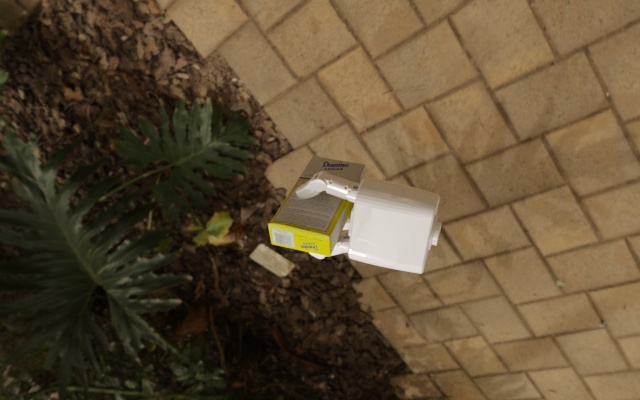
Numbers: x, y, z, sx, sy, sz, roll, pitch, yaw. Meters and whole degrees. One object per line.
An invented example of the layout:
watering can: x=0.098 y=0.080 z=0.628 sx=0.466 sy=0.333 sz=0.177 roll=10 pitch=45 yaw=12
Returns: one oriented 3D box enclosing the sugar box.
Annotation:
sugar box: x=0.000 y=0.003 z=0.719 sx=0.093 sy=0.048 sz=0.176 roll=11 pitch=39 yaw=18
